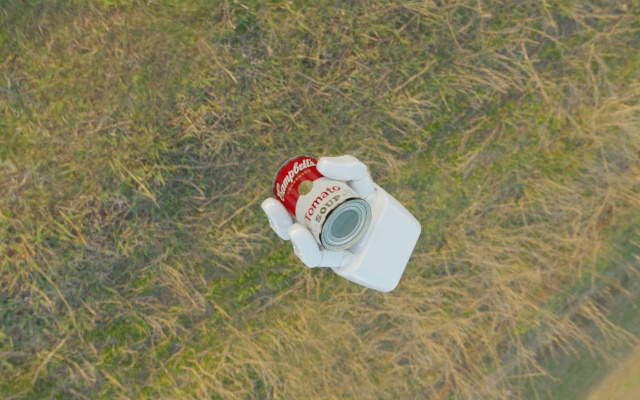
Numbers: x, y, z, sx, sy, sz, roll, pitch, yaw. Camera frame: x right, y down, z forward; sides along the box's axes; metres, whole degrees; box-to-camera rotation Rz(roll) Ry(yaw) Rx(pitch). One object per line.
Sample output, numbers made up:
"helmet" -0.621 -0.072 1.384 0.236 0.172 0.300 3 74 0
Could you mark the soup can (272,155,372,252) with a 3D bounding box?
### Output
"soup can" 0.000 0.002 0.529 0.068 0.068 0.102 0 30 -39
